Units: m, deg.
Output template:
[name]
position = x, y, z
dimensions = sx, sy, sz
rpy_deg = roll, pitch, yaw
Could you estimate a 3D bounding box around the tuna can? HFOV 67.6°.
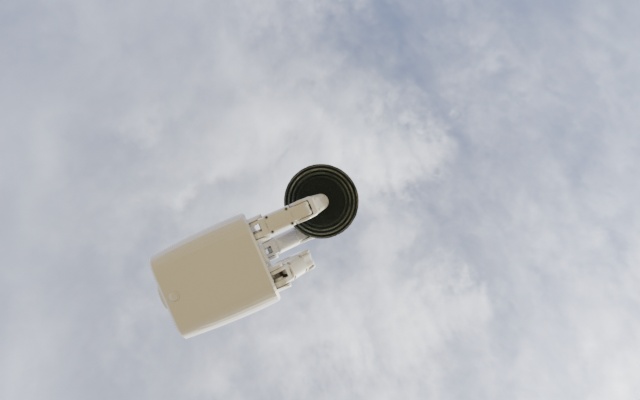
[tuna can]
position = 0.000, 0.002, 0.560
dimensions = 0.086, 0.086, 0.034
rpy_deg = 0, -4, -4
